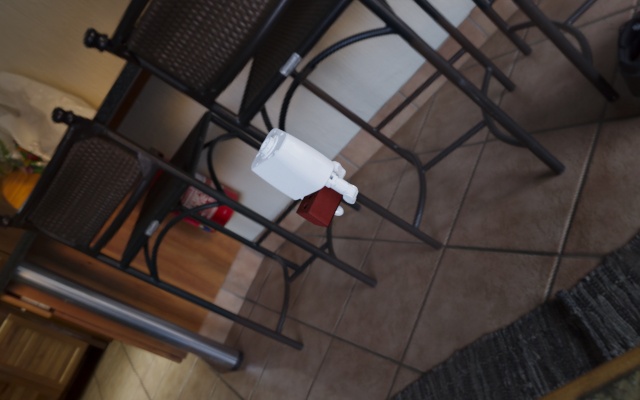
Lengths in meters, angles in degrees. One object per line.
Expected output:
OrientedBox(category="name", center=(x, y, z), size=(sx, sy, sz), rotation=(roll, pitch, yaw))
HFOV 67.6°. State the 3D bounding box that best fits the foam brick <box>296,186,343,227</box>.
OrientedBox(category="foam brick", center=(0.000, 0.003, 0.884), size=(0.051, 0.078, 0.053), rotation=(33, -15, -26))
